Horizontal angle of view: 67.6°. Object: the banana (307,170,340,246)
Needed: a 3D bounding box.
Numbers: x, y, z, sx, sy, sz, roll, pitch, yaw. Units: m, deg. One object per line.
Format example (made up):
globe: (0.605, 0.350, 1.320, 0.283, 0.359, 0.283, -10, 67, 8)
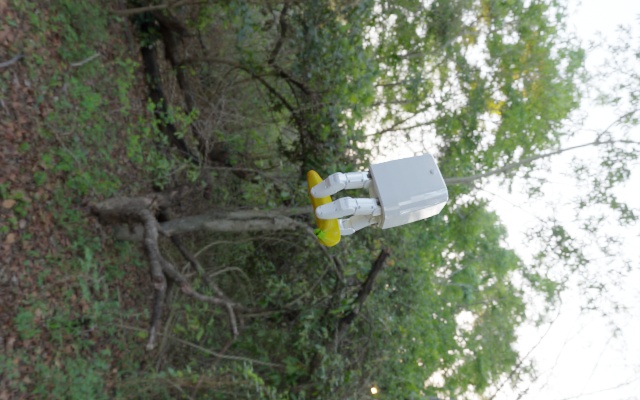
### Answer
banana: (0.006, 0.019, 0.801, 0.037, 0.070, 0.197, -17, 31, 3)
